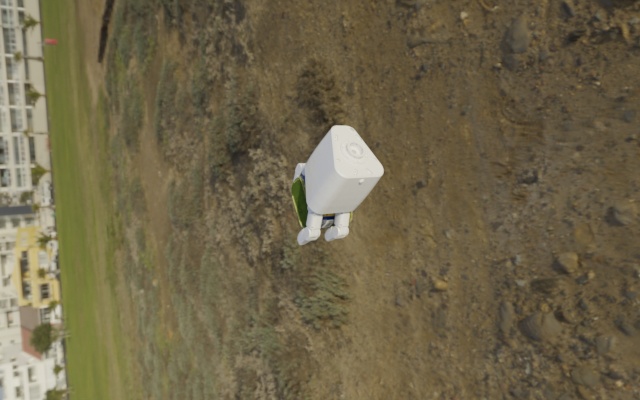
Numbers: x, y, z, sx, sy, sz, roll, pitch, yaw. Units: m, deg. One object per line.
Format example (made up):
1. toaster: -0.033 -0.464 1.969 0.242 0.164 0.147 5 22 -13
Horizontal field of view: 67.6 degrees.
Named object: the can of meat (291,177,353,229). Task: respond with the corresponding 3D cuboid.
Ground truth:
1. can of meat: 0.000 0.003 0.881 0.084 0.102 0.057 -4 -26 -31
